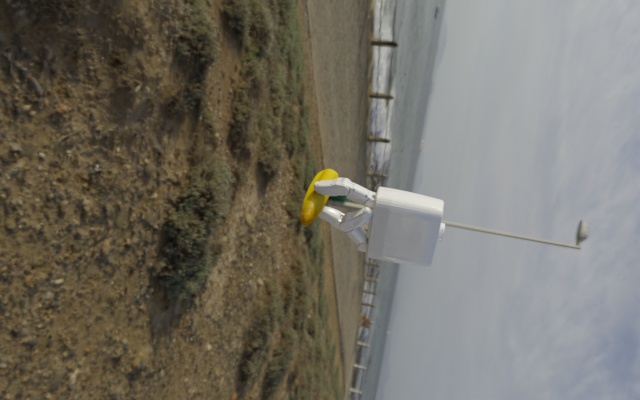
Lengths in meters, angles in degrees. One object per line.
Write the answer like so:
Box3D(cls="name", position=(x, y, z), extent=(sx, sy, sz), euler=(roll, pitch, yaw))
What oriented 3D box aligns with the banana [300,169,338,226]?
Box3D(cls="banana", position=(0.003, -0.016, 0.832), extent=(0.037, 0.070, 0.197), euler=(11, 17, 9))
